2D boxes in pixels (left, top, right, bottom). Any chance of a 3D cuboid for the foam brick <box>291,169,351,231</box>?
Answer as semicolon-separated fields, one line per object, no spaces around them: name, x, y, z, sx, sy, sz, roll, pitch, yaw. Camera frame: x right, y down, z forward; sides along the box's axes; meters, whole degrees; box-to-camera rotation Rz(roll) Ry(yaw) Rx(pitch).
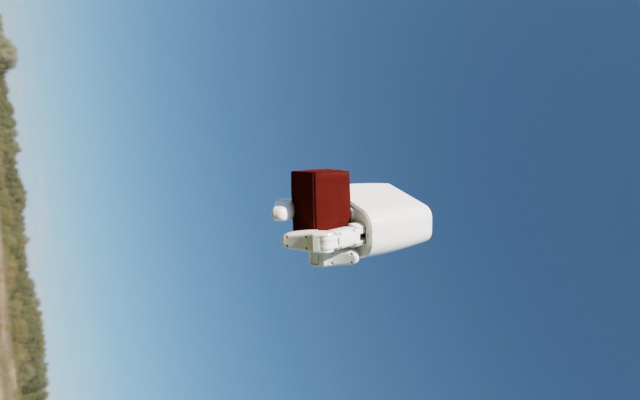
foam brick;0.000;0.002;0.565;0.051;0.078;0.053;-7;10;-32
